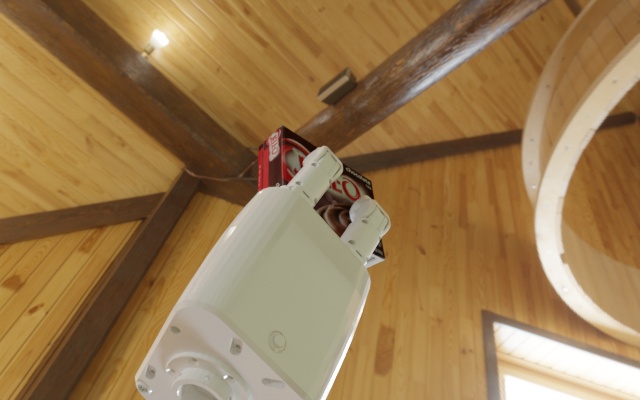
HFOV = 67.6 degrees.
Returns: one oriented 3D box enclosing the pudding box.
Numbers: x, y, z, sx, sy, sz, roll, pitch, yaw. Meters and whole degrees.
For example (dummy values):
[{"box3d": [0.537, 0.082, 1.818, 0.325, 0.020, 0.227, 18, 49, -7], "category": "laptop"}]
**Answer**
[{"box3d": [0.000, 0.001, 0.401, 0.039, 0.090, 0.113, -34, -47, 31], "category": "pudding box"}]
